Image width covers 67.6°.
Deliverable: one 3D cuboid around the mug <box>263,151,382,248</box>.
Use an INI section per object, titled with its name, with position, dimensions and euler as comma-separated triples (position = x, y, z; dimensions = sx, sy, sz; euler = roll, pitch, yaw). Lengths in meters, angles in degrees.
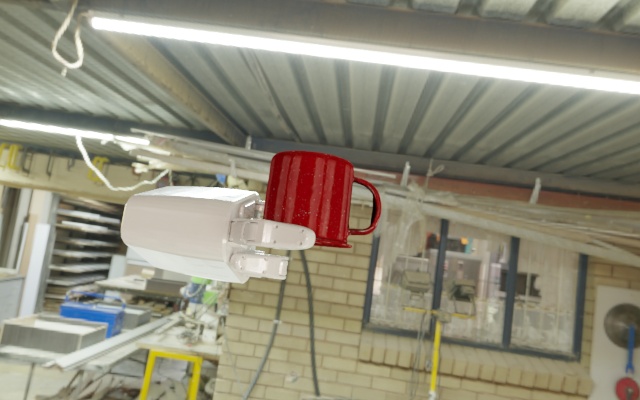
[mug]
position = 0.002, 0.001, 0.459
dimensions = 0.117, 0.081, 0.093
euler = 6, -7, 7
